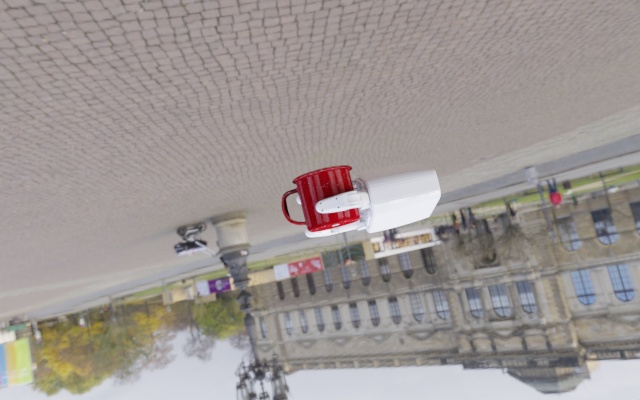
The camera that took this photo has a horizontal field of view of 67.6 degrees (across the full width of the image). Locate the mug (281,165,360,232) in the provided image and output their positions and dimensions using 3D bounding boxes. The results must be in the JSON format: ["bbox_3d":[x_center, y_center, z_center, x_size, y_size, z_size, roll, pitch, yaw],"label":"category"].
[{"bbox_3d":[-0.001,0.003,0.713,0.117,0.081,0.093,-13,-7,-4],"label":"mug"}]
